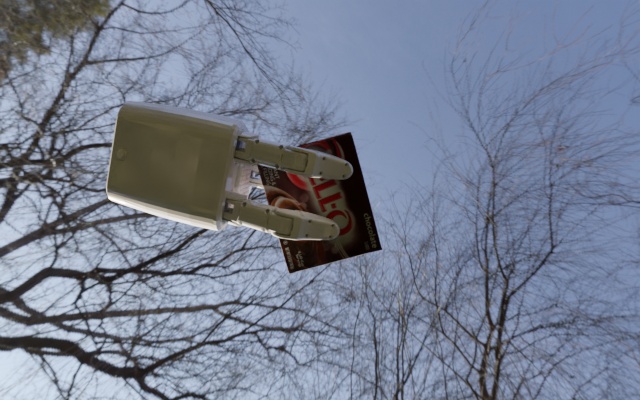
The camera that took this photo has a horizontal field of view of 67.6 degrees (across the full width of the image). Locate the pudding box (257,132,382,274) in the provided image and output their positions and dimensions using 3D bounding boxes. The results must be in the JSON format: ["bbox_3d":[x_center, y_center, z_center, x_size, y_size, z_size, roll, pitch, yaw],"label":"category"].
[{"bbox_3d":[0.000,0.001,0.445,0.090,0.113,0.039,-15,7,6],"label":"pudding box"}]
